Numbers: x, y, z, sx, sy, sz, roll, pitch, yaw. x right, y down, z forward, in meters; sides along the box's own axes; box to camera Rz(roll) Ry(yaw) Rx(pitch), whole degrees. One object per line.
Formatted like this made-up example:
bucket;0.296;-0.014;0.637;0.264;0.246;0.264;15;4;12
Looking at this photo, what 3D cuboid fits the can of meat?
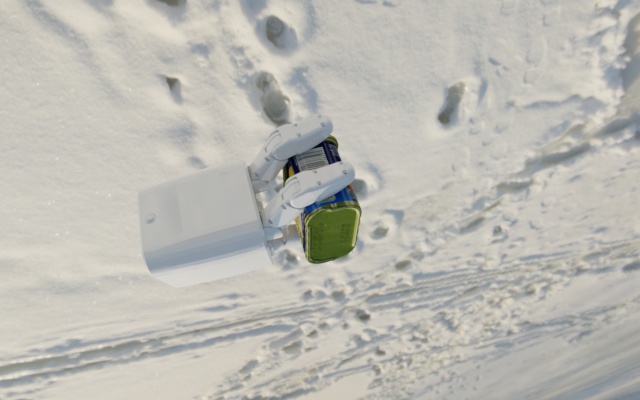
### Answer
can of meat;0.000;0.002;0.463;0.057;0.084;0.102;-12;-34;-9
